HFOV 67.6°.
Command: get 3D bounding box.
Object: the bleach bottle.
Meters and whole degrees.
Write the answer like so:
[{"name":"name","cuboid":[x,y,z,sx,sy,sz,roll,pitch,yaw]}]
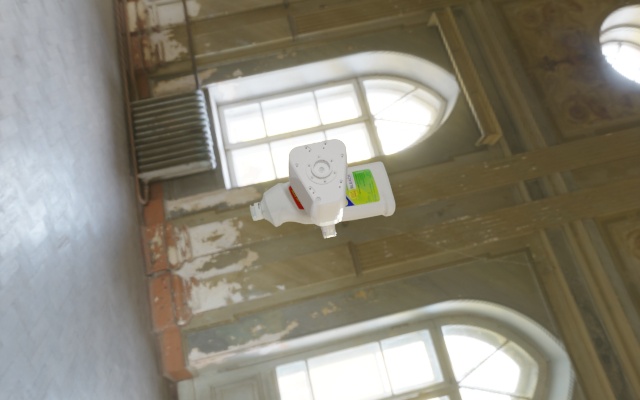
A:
[{"name":"bleach bottle","cuboid":[0.000,0.003,0.866,0.251,0.102,0.068,-13,-18,-4]}]
